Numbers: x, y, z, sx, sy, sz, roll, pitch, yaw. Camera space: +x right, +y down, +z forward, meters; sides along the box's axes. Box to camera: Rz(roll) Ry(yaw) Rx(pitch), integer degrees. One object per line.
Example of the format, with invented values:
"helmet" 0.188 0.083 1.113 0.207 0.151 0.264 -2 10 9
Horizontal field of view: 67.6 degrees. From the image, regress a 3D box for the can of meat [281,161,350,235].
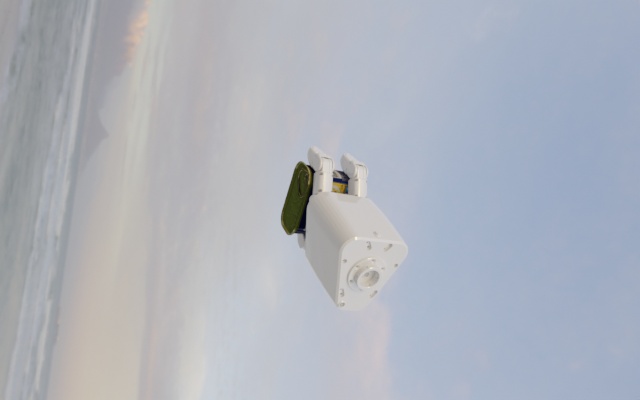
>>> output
"can of meat" 0.000 0.002 0.679 0.084 0.102 0.057 8 21 -26
